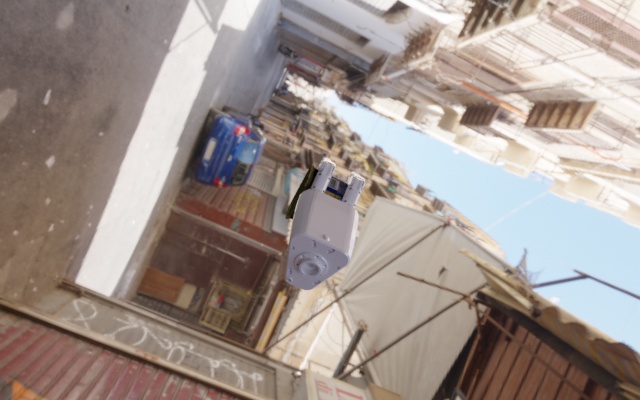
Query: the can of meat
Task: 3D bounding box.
[{"bbox_3d":[0.000,0.003,0.807,0.084,0.102,0.057,25,33,-8],"label":"can of meat"}]
